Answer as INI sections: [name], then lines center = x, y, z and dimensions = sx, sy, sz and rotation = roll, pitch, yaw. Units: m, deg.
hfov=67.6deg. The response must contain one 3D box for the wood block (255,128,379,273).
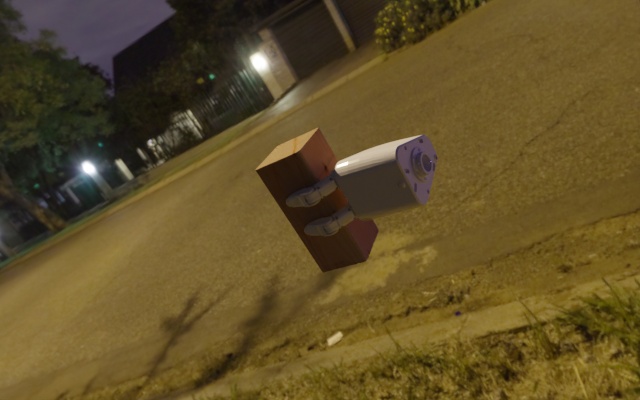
[wood block]
center = 0.000, 0.002, 0.769
dimensions = 0.090, 0.206, 0.090
rotation = -20, 22, 31
